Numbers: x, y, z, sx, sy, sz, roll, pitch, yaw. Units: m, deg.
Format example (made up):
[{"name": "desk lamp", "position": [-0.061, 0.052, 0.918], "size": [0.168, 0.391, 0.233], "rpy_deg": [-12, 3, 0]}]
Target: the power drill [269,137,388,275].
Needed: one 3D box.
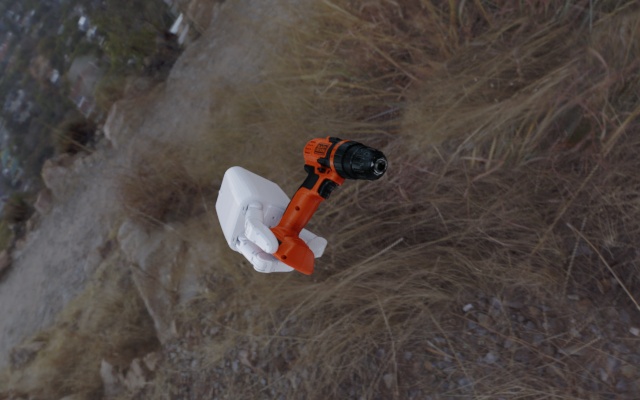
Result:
[{"name": "power drill", "position": [0.000, 0.002, 0.650], "size": [0.057, 0.187, 0.184], "rpy_deg": [32, -4, -27]}]
